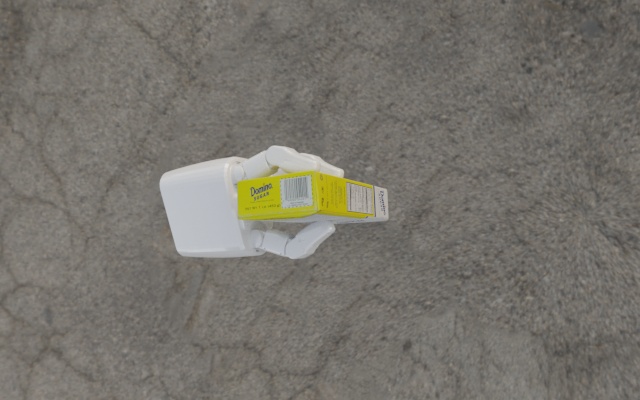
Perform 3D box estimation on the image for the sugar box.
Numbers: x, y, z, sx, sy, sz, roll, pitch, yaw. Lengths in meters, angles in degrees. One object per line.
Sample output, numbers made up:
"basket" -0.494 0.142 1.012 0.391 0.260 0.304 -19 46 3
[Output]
"sugar box" 0.000 0.001 0.525 0.093 0.048 0.176 -5 -4 29
